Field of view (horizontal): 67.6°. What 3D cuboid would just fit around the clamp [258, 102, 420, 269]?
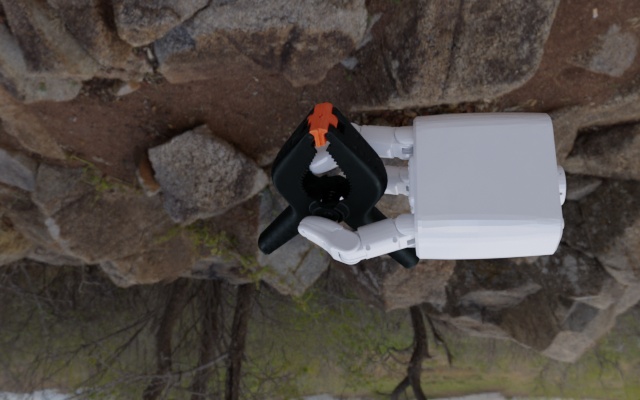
[{"bbox_3d":[0.000,0.002,0.418,0.164,0.036,0.210,-1,-35,14],"label":"clamp"}]
